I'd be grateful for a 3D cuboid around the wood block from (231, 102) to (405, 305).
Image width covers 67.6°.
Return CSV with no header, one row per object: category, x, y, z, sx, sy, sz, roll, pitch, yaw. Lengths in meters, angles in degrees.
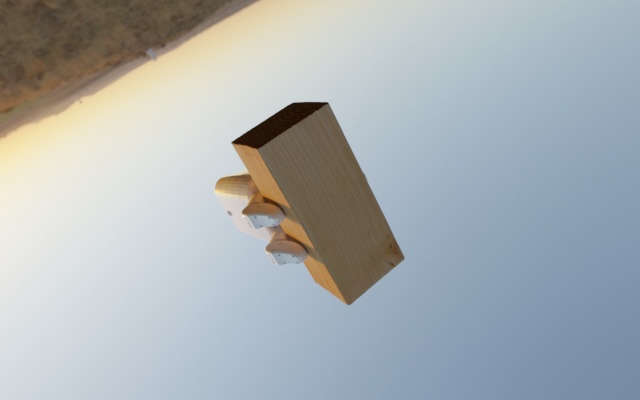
wood block,0.000,0.002,0.538,0.091,0.206,0.090,-37,25,-17
